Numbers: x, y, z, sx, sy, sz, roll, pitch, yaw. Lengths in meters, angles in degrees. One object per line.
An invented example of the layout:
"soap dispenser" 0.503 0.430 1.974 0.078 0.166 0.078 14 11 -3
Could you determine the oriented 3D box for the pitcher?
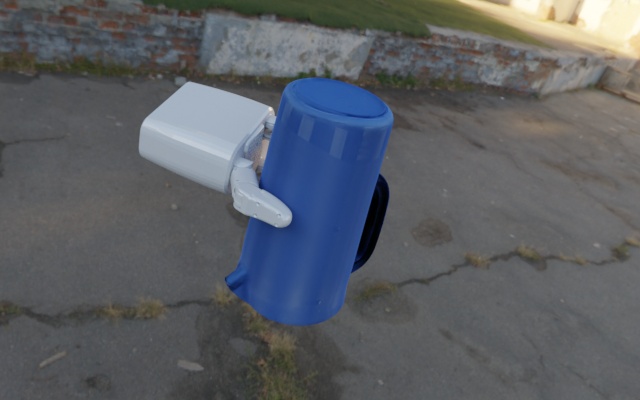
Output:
"pitcher" 0.000 0.002 0.512 0.145 0.243 0.149 20 31 7
